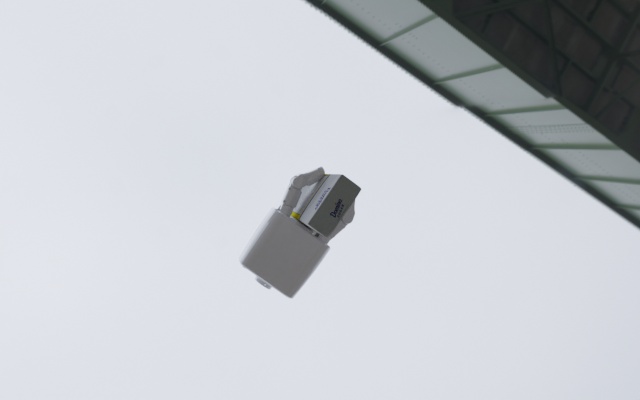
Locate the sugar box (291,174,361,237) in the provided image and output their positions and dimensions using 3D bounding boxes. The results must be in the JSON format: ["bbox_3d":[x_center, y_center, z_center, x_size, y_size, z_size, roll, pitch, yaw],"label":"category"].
[{"bbox_3d":[0.000,0.003,0.785,0.048,0.093,0.176,36,-4,-17],"label":"sugar box"}]
